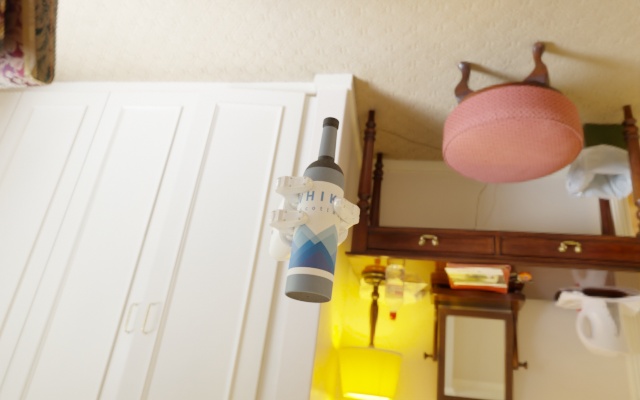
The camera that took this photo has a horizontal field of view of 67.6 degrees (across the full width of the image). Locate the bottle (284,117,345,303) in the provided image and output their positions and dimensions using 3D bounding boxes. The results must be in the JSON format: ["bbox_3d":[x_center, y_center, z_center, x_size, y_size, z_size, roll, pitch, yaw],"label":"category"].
[{"bbox_3d":[0.000,0.003,0.726,0.069,0.295,0.069,6,-24,3],"label":"bottle"}]
